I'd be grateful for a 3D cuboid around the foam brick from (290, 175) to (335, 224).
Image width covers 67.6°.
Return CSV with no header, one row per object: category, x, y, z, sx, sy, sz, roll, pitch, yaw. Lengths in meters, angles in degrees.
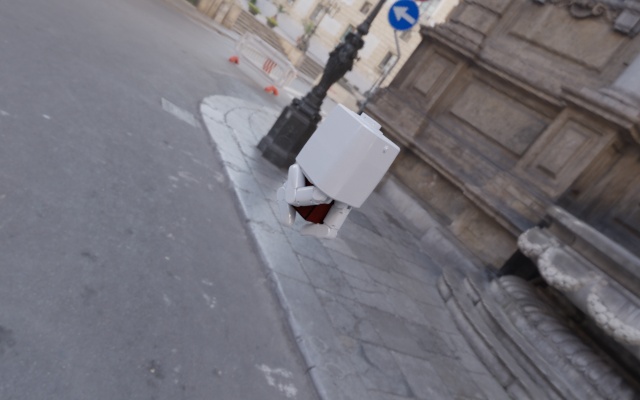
foam brick,0.000,0.002,0.720,0.053,0.051,0.078,46,15,35
